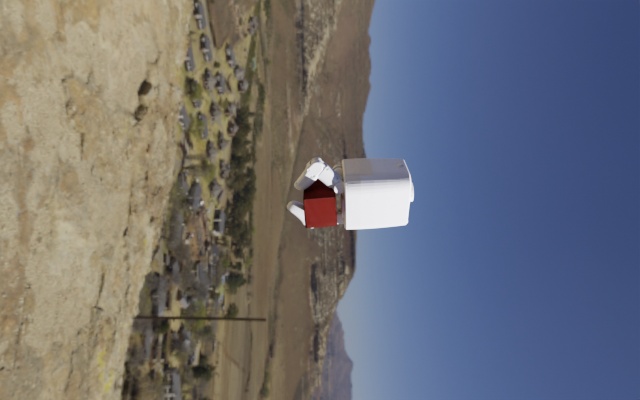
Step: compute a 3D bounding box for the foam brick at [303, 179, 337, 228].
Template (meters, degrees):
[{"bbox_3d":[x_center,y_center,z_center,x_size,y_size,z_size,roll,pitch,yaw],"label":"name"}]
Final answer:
[{"bbox_3d":[0.000,0.003,0.772,0.051,0.053,0.078,-3,27,2],"label":"foam brick"}]
